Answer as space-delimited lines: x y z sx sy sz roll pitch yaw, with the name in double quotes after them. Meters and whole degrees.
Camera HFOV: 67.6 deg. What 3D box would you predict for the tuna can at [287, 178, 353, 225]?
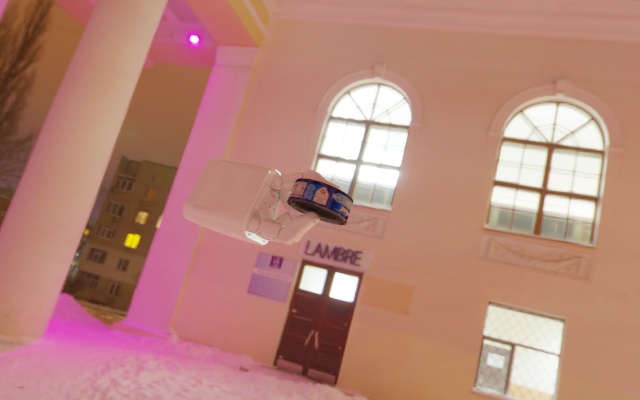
0.000 0.002 0.641 0.086 0.033 0.086 20 -12 4 "tuna can"
